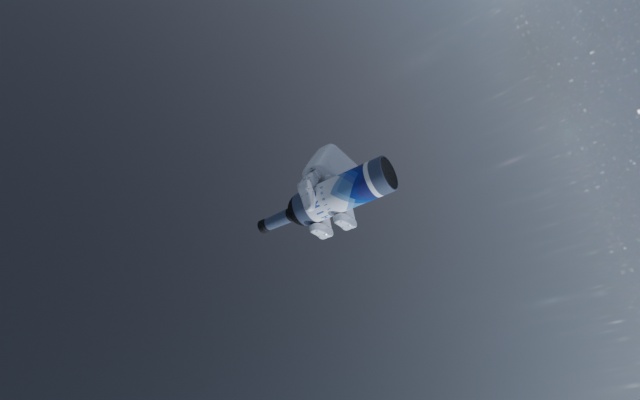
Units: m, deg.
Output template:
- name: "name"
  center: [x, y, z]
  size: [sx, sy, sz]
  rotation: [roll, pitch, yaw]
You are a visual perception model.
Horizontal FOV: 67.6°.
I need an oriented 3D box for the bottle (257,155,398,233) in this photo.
- name: "bottle"
  center: [0.000, 0.003, 0.899]
  size: [0.296, 0.069, 0.069]
  rotation: [-23, -11, 28]
